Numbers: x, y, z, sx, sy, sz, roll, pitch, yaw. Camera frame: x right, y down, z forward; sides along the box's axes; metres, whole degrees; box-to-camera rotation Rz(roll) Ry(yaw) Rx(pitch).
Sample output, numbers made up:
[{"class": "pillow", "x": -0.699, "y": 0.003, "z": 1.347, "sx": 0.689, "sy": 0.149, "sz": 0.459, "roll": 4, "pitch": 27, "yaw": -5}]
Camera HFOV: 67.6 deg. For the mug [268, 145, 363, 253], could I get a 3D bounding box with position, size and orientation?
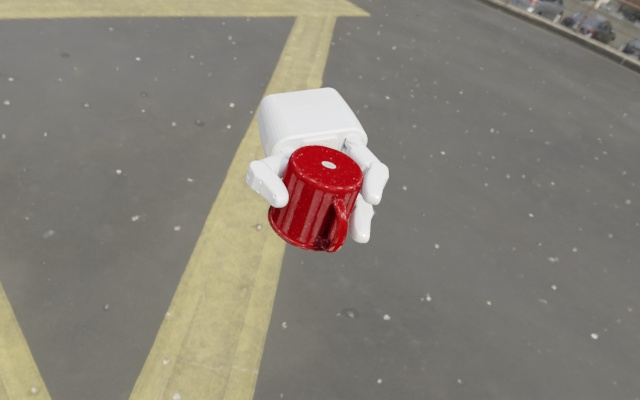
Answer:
[{"class": "mug", "x": 0.000, "y": 0.002, "z": 0.507, "sx": 0.093, "sy": 0.081, "sz": 0.117, "roll": 2, "pitch": 40, "yaw": -23}]
